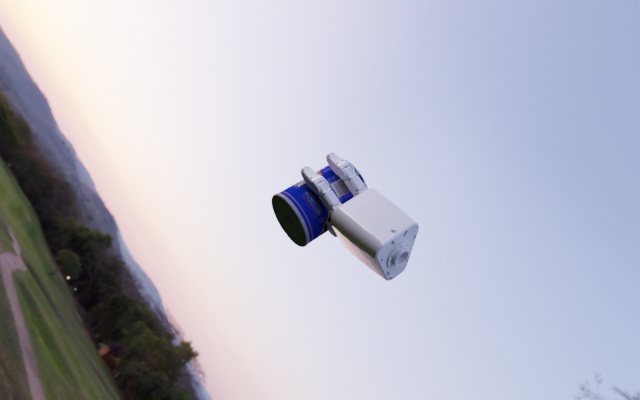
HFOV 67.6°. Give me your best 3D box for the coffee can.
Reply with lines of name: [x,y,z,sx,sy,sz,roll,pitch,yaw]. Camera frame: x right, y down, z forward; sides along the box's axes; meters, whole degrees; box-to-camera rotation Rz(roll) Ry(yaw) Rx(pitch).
coffee can: [0.000,0.003,0.839,0.140,0.103,0.103,-31,13,-23]
